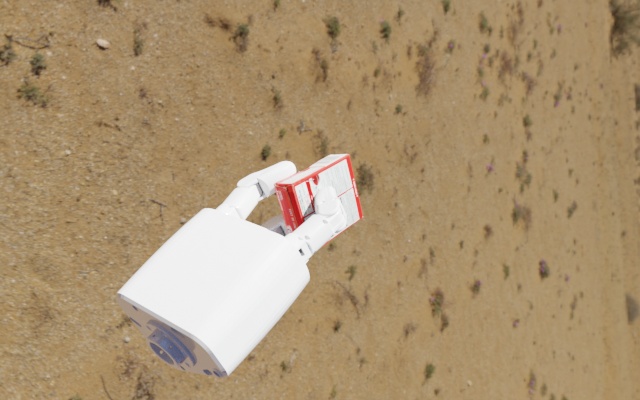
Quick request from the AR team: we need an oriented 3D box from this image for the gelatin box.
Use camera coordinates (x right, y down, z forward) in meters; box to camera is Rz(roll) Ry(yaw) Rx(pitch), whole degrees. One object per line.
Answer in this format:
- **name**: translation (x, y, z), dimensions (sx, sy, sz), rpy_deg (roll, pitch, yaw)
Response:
- **gelatin box**: translation (0.001, 0.001, 0.483), dimensions (0.030, 0.073, 0.089), rpy_deg (4, 27, 44)
